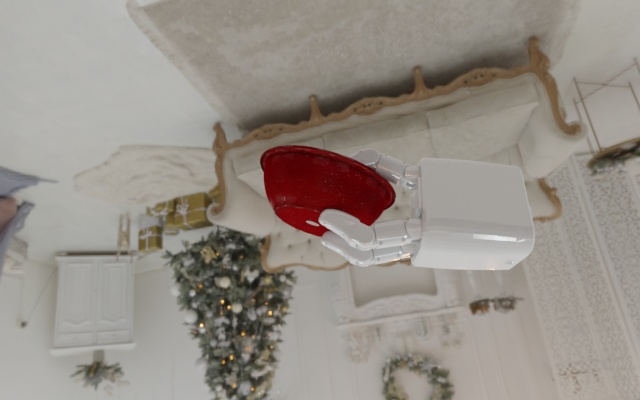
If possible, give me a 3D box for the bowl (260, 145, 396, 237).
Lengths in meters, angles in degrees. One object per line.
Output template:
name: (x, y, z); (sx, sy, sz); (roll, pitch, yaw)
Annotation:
bowl: (-0.001, 0.002, 0.539); (0.162, 0.055, 0.162); (16, -20, 6)
